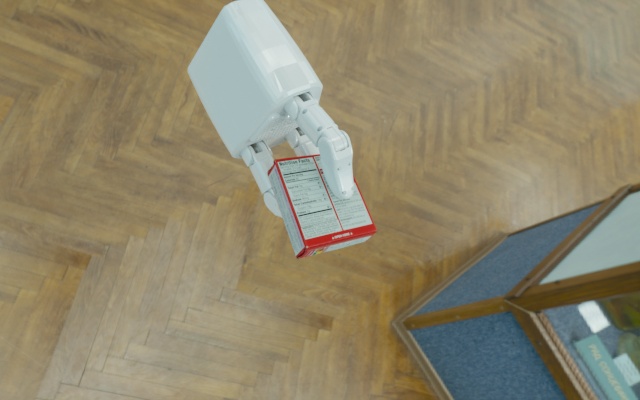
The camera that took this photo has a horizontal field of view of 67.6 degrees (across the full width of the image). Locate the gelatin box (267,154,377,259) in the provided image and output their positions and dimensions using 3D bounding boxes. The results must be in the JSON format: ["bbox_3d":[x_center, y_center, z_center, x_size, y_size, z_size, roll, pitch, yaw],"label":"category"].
[{"bbox_3d":[0.000,0.002,0.434,0.073,0.089,0.030,-11,-22,-28],"label":"gelatin box"}]
